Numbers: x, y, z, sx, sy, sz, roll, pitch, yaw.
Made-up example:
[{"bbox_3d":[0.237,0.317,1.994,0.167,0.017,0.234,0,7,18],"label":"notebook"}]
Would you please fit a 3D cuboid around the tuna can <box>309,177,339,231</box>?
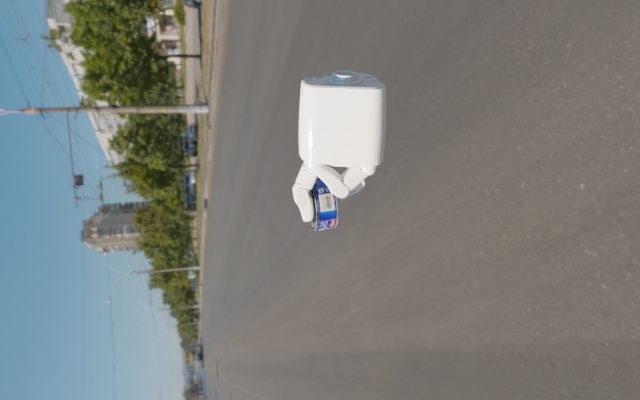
[{"bbox_3d":[0.000,0.003,0.729,0.034,0.086,0.086,-9,2,-12],"label":"tuna can"}]
